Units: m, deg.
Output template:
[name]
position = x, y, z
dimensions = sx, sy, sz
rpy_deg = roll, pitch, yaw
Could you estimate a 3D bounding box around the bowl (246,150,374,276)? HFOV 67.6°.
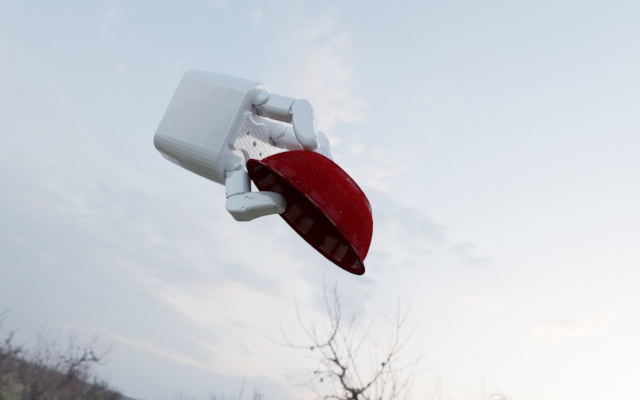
[bowl]
position = 0.001, 0.002, 0.484
dimensions = 0.055, 0.162, 0.162
rpy_deg = -45, 14, -14
